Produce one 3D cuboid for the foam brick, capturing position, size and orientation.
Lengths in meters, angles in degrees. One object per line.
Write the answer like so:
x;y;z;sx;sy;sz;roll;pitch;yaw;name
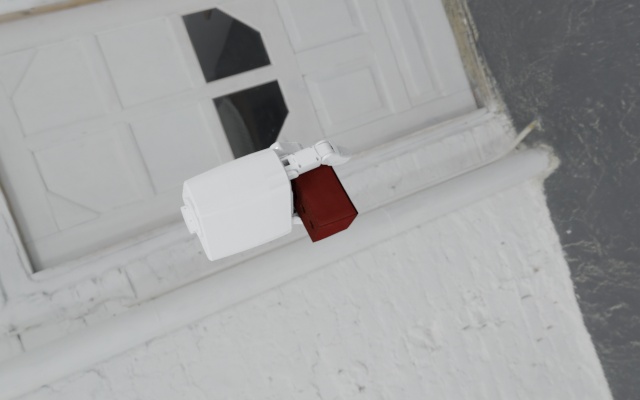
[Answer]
0.000;0.002;0.573;0.051;0.078;0.053;-21;-20;-21;foam brick
